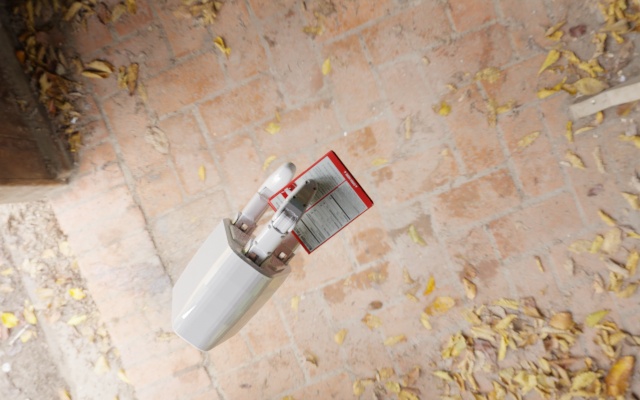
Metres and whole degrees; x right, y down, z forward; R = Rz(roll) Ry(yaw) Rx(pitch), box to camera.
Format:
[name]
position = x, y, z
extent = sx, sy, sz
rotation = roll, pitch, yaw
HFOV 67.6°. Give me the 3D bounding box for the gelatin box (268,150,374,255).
[gelatin box]
position = 0.000, 0.001, 0.506
extent = 0.089, 0.073, 0.030
rotation = -38, 1, 5
